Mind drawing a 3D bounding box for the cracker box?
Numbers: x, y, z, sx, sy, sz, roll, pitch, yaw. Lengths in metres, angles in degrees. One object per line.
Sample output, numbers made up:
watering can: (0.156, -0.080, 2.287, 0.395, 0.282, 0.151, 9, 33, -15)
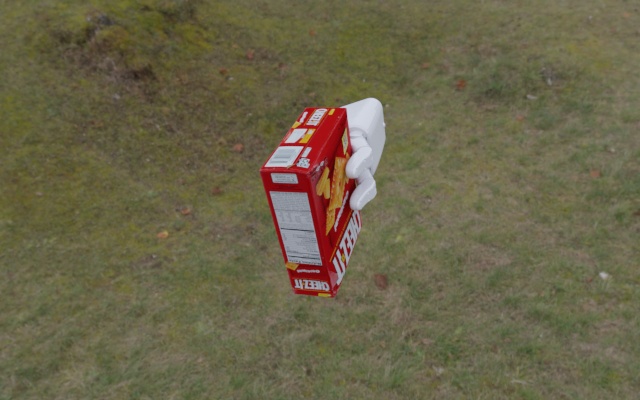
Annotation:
cracker box: (0.000, 0.002, 0.665, 0.072, 0.214, 0.164, 4, 38, 20)
